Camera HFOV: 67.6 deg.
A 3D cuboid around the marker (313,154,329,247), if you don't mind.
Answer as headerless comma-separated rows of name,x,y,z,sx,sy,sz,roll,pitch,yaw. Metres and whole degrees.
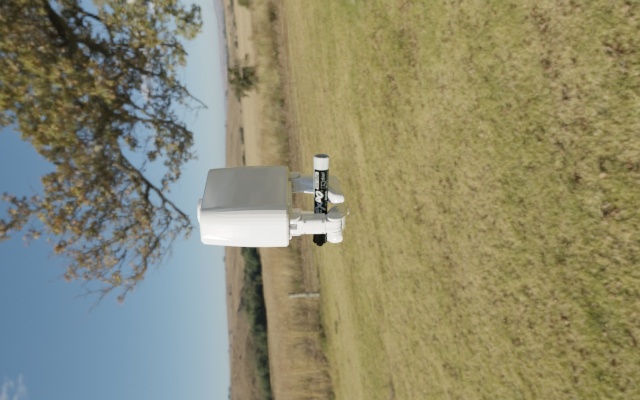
marker,0.000,0.002,0.597,0.020,0.121,0.020,1,23,0
